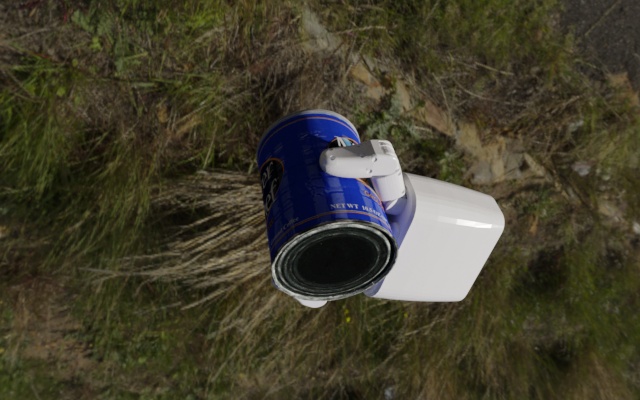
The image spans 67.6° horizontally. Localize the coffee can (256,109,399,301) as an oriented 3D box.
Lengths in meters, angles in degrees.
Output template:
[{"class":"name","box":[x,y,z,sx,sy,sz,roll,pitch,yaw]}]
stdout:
[{"class":"coffee can","box":[0.000,0.001,0.423,0.103,0.140,0.103,-7,-43,-7]}]
